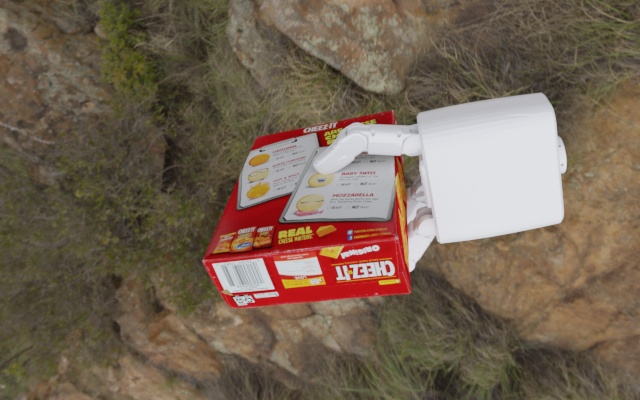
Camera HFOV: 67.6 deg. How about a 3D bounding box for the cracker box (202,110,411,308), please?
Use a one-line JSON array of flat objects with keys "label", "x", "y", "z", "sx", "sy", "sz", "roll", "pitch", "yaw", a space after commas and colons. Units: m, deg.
[{"label": "cracker box", "x": 0.000, "y": 0.001, "z": 0.470, "sx": 0.164, "sy": 0.072, "sz": 0.213, "roll": -9, "pitch": 34, "yaw": 14}]
